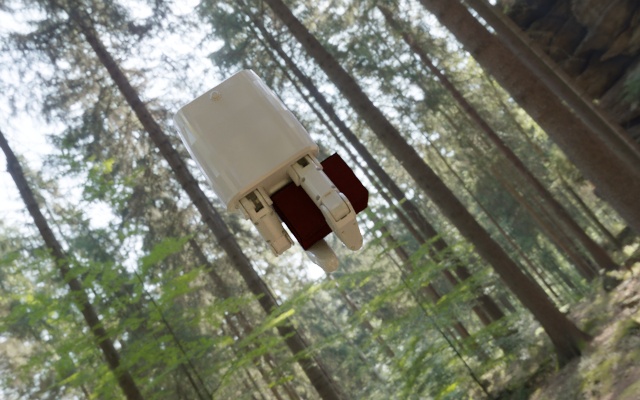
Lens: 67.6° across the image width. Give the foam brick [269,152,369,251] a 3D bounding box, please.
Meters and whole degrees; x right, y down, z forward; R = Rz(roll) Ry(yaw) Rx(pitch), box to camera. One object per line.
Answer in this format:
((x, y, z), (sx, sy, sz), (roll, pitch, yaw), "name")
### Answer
((0.000, 0.001, 0.452), (0.078, 0.051, 0.053), (-35, -16, -9), "foam brick")
